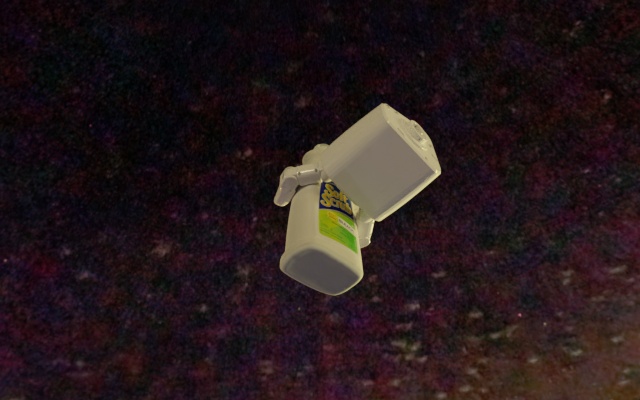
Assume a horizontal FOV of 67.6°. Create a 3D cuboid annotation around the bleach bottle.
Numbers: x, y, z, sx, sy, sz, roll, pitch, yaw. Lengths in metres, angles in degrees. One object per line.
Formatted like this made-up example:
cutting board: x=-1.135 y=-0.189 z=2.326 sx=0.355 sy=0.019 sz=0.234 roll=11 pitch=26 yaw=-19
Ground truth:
bleach bottle: x=0.000 y=0.002 z=0.654 sx=0.102 sy=0.250 sz=0.068 roll=33 pitch=-57 yaw=-28
